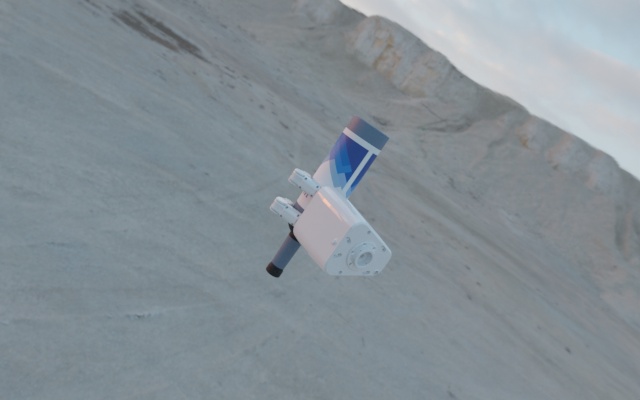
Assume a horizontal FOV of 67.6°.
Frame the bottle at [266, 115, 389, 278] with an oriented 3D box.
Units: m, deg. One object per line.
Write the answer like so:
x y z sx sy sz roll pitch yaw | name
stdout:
0.000 0.002 0.777 0.069 0.296 0.069 33 11 -7 | bottle
